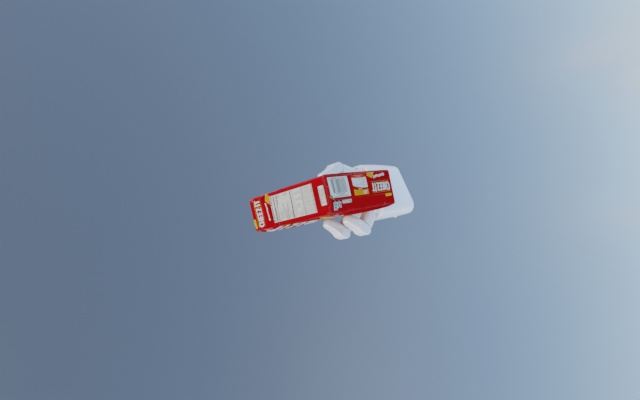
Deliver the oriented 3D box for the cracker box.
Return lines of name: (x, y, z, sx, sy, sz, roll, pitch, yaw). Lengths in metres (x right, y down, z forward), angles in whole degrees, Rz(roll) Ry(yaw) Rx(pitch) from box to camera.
cracker box: (0.000, 0.003, 0.870, 0.164, 0.072, 0.214, -8, -5, -42)
